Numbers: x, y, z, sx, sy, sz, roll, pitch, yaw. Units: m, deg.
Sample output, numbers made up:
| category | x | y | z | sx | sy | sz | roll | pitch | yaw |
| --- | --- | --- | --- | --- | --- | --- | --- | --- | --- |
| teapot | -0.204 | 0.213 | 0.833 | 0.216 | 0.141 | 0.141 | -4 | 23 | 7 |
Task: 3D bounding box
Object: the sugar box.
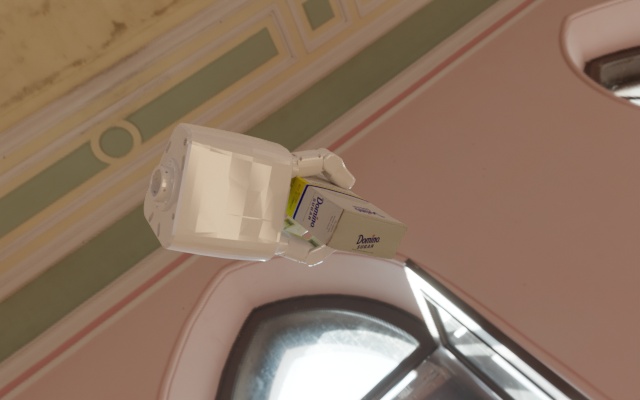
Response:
| category | x | y | z | sx | sy | sz | roll | pitch | yaw |
| --- | --- | --- | --- | --- | --- | --- | --- | --- | --- |
| sugar box | 0.000 | 0.002 | 0.516 | 0.093 | 0.048 | 0.176 | 15 | 15 | -39 |
